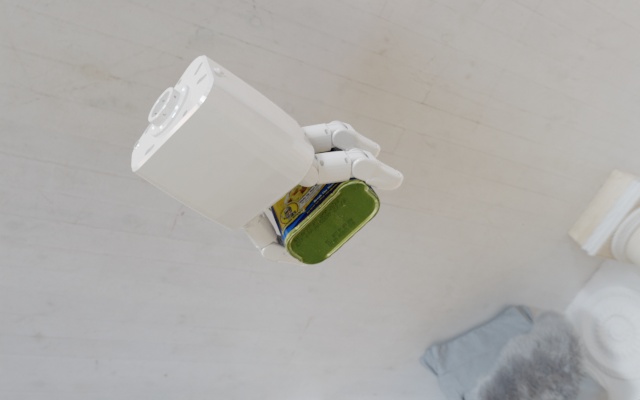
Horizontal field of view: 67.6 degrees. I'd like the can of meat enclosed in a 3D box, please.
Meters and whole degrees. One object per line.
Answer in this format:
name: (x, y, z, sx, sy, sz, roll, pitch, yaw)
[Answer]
can of meat: (0.000, 0.002, 0.467, 0.057, 0.102, 0.084, 38, 14, -34)
